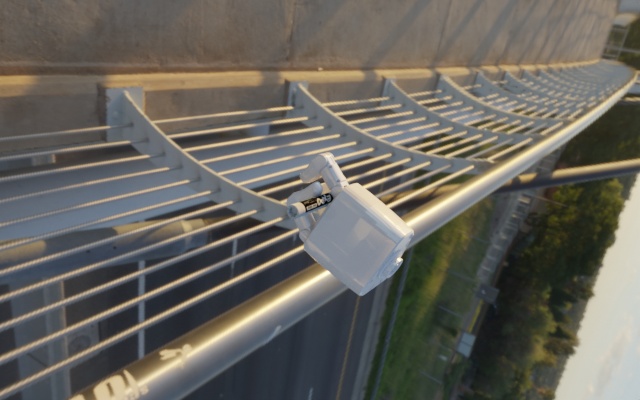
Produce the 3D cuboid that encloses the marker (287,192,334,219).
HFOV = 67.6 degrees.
[{"bbox_3d":[0.000,0.002,0.641,0.020,0.020,0.121,0,12,36],"label":"marker"}]
